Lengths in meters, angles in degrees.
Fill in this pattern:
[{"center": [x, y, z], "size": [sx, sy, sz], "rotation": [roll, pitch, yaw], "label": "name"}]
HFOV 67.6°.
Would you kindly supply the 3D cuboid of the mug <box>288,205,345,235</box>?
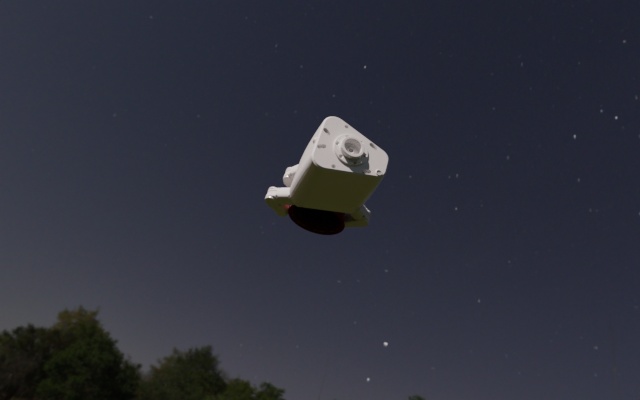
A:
[{"center": [0.000, 0.003, 0.780], "size": [0.093, 0.081, 0.117], "rotation": [23, -31, -7], "label": "mug"}]
